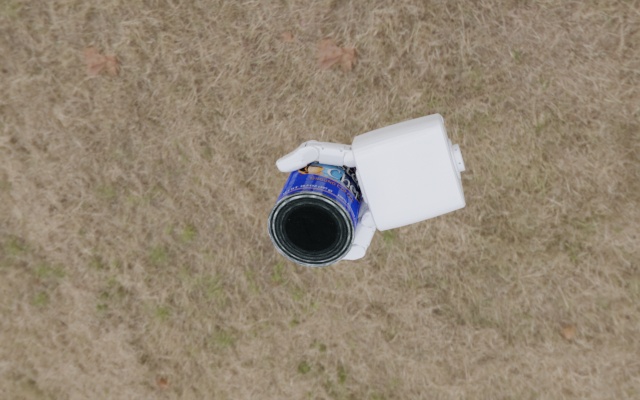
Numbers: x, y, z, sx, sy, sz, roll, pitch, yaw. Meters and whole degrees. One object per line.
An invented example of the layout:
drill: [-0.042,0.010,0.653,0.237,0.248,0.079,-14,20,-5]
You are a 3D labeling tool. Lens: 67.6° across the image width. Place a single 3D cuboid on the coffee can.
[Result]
coffee can: [0.000,0.002,0.606,0.103,0.103,0.140,0,29,11]
